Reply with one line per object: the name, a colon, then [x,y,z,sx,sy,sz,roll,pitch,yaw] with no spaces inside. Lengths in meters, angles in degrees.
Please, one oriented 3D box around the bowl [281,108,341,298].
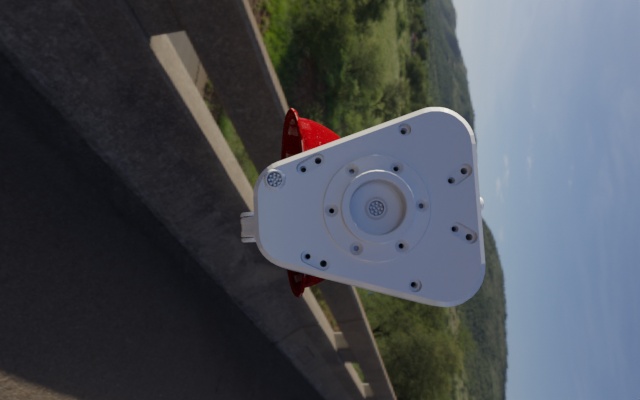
bowl: [0.000,0.001,0.419,0.055,0.162,0.162,-2,0,-11]
